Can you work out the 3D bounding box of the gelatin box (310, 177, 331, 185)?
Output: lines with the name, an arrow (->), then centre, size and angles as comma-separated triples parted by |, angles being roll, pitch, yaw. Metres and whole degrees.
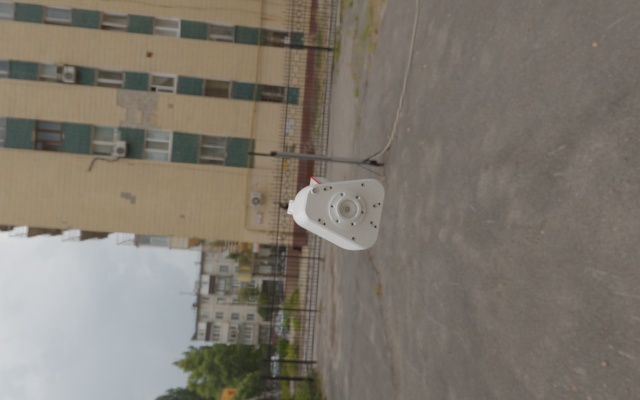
gelatin box -> 0.000, 0.002, 0.791 | 0.030, 0.073, 0.089 | 5, 9, -12
